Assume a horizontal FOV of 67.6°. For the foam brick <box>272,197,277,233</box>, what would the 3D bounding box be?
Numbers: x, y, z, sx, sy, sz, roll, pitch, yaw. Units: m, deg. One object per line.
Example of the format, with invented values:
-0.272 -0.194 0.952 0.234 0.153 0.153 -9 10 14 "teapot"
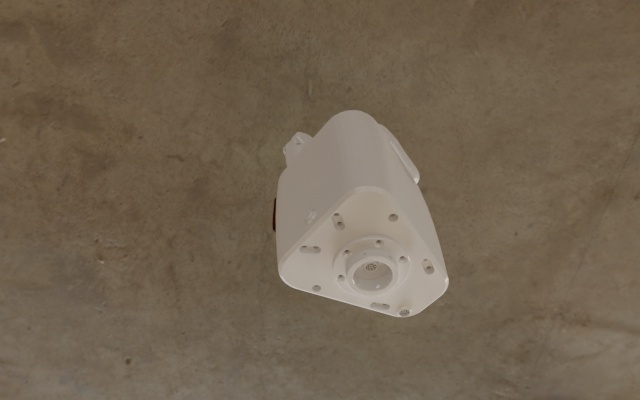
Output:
0.000 0.002 0.430 0.053 0.078 0.051 34 26 -23 "foam brick"
